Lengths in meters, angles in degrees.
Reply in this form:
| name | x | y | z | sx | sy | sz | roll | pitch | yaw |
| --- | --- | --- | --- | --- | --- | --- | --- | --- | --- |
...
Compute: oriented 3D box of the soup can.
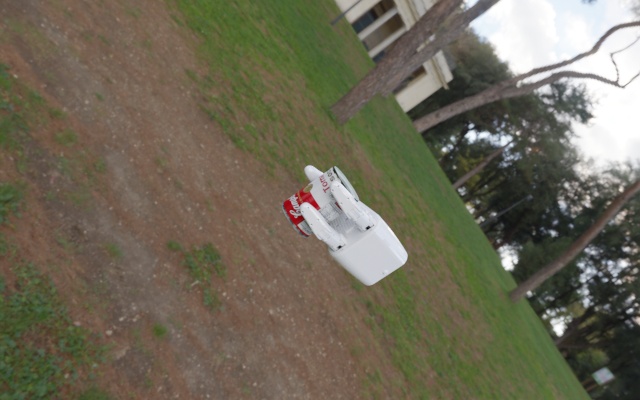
| name | x | y | z | sx | sy | sz | roll | pitch | yaw |
| --- | --- | --- | --- | --- | --- | --- | --- | --- | --- |
| soup can | 0.000 | 0.002 | 0.744 | 0.102 | 0.068 | 0.068 | -35 | -8 | 11 |
